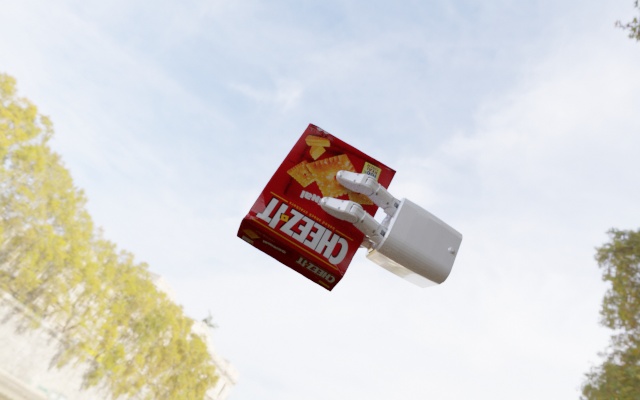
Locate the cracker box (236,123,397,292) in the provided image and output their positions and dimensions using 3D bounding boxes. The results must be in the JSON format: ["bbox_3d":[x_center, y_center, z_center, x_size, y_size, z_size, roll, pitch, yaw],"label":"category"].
[{"bbox_3d":[0.000,0.002,0.728,0.164,0.213,0.072,30,-33,1],"label":"cracker box"}]
